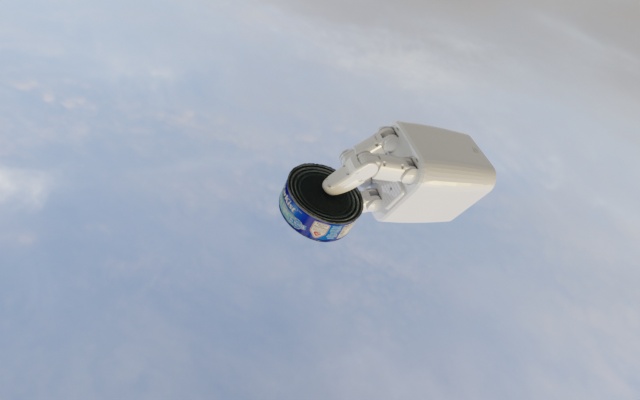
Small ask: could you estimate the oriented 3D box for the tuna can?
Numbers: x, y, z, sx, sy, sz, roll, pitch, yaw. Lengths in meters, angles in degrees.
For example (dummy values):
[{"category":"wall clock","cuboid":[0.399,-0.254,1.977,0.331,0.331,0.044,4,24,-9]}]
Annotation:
[{"category":"tuna can","cuboid":[0.000,0.002,0.504,0.086,0.086,0.034,0,-42,-31]}]
